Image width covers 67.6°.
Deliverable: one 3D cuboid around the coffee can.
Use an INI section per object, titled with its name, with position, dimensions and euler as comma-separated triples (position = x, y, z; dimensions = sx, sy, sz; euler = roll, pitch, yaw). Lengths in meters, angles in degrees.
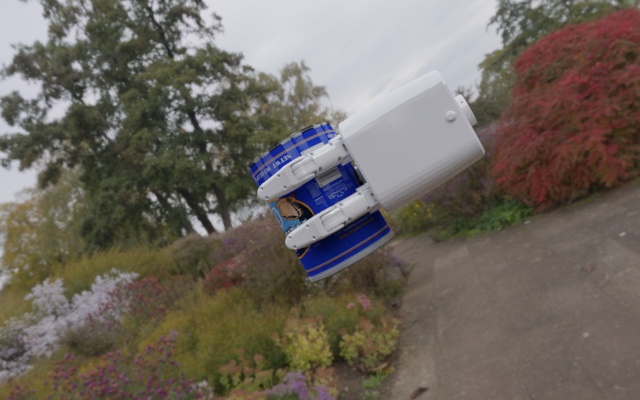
[coffee can]
position = 0.000, 0.002, 0.514
dimensions = 0.103, 0.140, 0.103
euler = -30, -2, -1
